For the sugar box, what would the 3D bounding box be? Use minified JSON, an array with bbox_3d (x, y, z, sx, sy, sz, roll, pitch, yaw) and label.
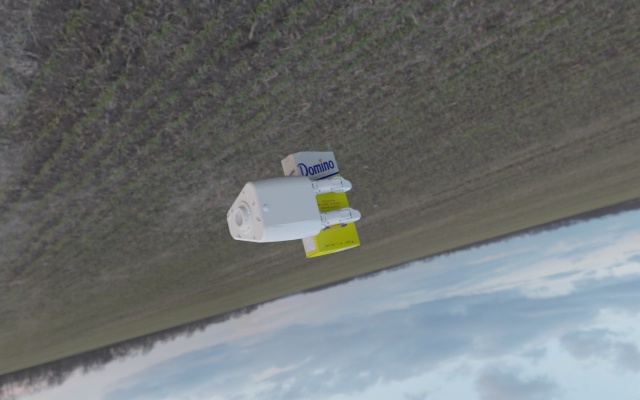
[{"bbox_3d":[0.000,0.003,0.820,0.093,0.176,0.048,-7,-13,-39],"label":"sugar box"}]
